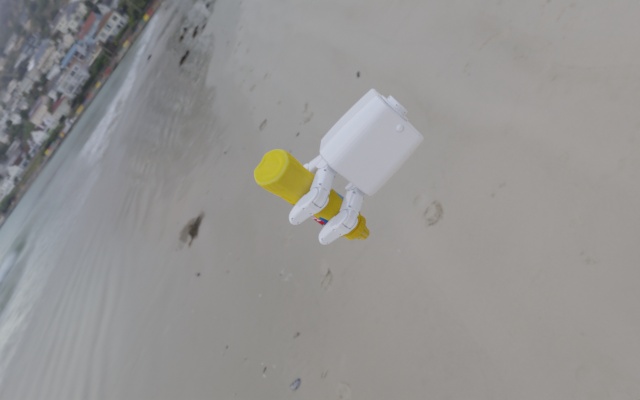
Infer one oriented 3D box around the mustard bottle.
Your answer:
[{"bbox_3d":[0.000,0.002,0.680,0.192,0.058,0.096,35,-7,-28],"label":"mustard bottle"}]
